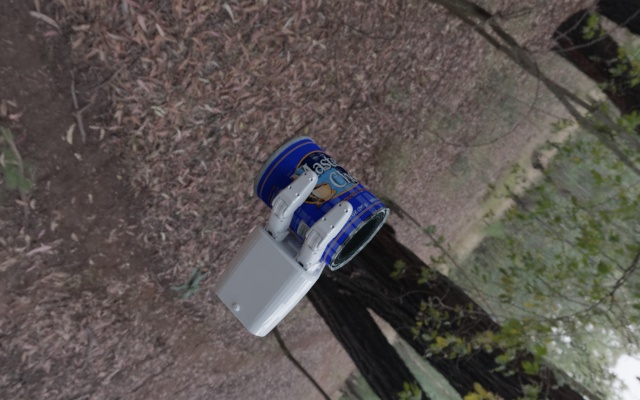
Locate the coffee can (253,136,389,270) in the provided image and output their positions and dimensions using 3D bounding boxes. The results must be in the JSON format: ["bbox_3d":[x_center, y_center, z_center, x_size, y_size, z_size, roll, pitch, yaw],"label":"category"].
[{"bbox_3d":[0.000,0.002,0.597,0.140,0.103,0.103,43,16,18],"label":"coffee can"}]
